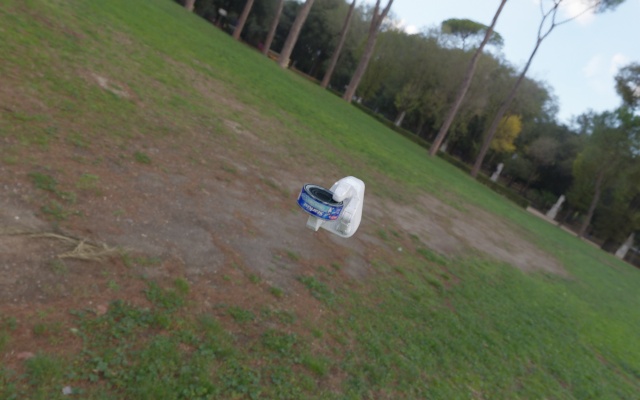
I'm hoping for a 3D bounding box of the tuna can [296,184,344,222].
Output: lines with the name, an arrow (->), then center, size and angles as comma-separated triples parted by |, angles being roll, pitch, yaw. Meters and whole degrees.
tuna can -> 0.000, 0.002, 0.899 | 0.086, 0.034, 0.086 | 23, 19, -8
